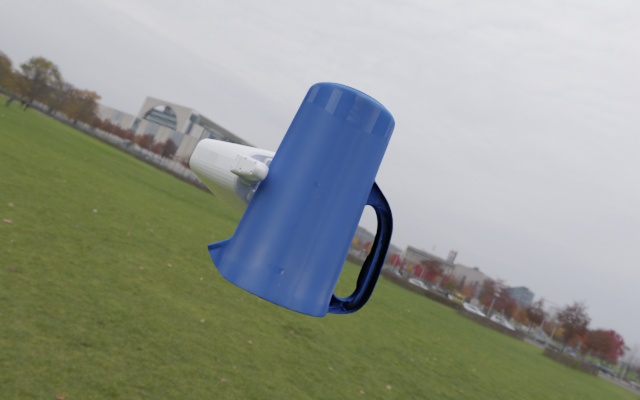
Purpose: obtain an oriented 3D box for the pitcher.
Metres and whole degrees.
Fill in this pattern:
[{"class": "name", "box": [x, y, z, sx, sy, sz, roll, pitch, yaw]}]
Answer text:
[{"class": "pitcher", "box": [0.000, 0.002, 0.539, 0.145, 0.243, 0.149, 21, -5, 39]}]
